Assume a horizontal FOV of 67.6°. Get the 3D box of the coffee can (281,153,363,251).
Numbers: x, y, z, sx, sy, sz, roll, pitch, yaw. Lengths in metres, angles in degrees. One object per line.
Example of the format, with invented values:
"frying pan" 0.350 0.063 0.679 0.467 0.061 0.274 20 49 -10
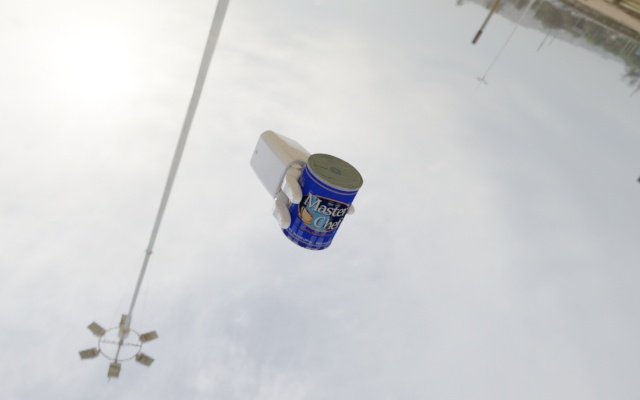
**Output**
"coffee can" 0.000 0.003 0.841 0.103 0.140 0.102 19 30 -12
